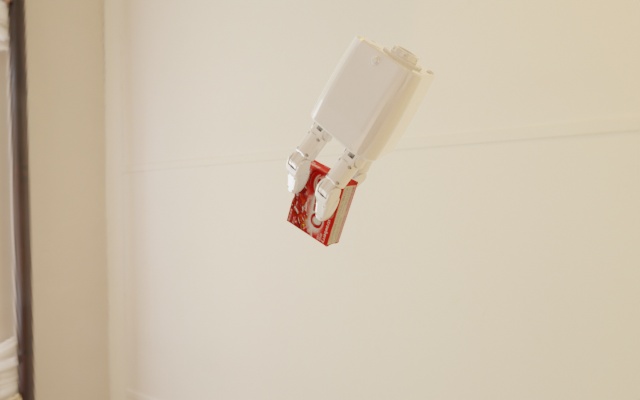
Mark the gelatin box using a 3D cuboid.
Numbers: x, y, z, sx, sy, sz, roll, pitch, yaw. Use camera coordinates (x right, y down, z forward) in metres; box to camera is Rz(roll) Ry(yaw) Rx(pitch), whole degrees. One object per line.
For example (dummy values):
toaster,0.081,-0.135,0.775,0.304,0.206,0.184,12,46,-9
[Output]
gelatin box,0.000,0.002,0.607,0.073,0.089,0.030,31,25,33
